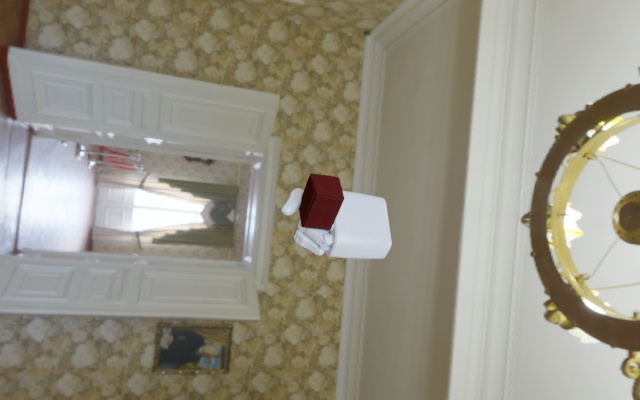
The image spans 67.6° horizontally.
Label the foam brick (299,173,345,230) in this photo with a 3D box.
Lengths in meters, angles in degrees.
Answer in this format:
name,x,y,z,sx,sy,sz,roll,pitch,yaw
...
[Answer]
name,x,y,z,sx,sy,sz,roll,pitch,yaw
foam brick,0.000,0.002,0.782,0.051,0.078,0.053,7,43,-17
